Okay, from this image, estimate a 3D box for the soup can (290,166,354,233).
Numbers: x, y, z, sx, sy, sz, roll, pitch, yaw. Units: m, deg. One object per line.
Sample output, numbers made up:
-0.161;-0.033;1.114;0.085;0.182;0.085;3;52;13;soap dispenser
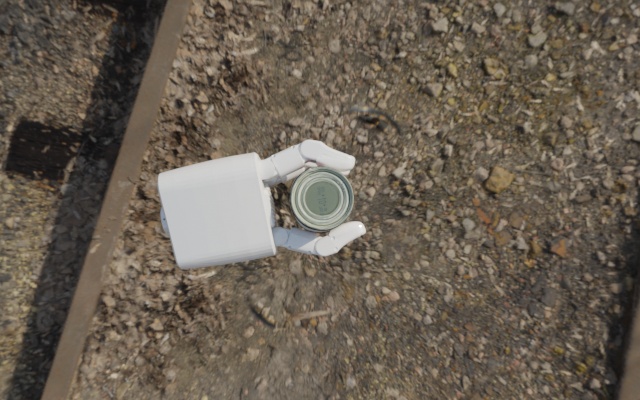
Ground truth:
0.001;0.002;0.531;0.068;0.068;0.102;0;-5;-2;soup can
